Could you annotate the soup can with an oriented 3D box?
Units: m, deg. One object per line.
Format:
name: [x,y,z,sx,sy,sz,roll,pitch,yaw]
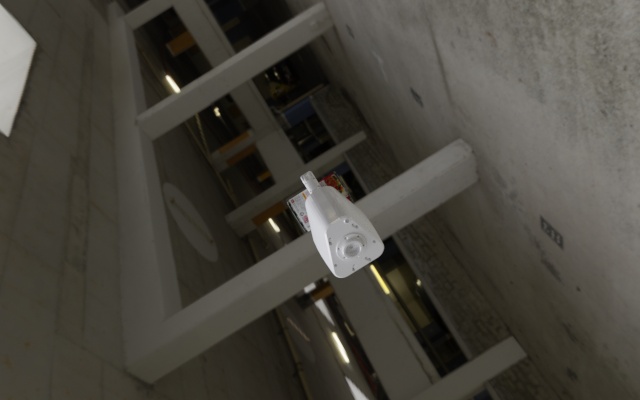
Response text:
soup can: [0.000,0.003,0.861,0.102,0.068,0.068,-32,0,0]
